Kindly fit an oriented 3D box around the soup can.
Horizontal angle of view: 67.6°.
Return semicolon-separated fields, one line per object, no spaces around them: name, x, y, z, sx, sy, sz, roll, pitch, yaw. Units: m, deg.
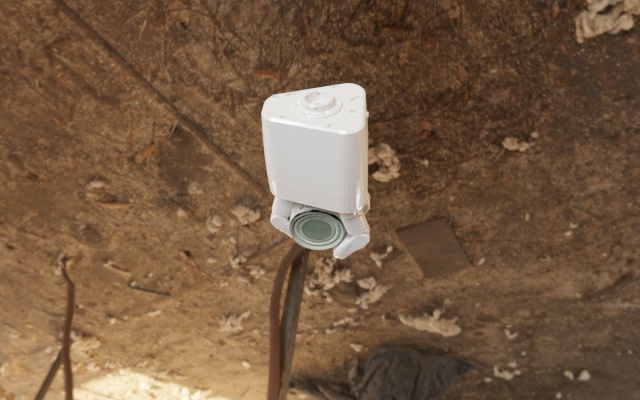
soup can;0.000;0.002;0.590;0.068;0.069;0.102;0;44;6
